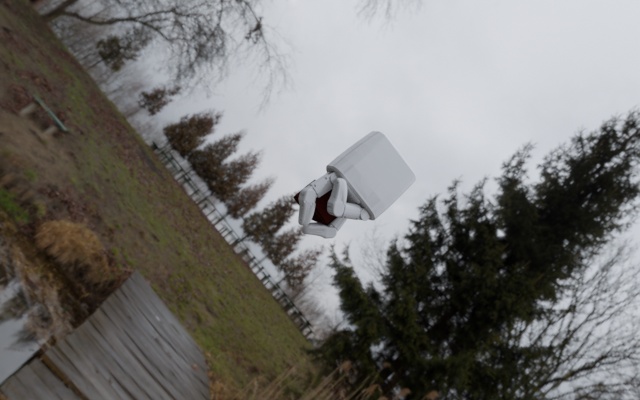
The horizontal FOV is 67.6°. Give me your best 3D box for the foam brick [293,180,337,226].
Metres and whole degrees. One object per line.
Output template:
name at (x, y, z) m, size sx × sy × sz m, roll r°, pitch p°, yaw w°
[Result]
foam brick at (0.000, 0.003, 0.817) m, size 0.051 × 0.053 × 0.078 m, roll -41°, pitch 23°, yaw -15°
